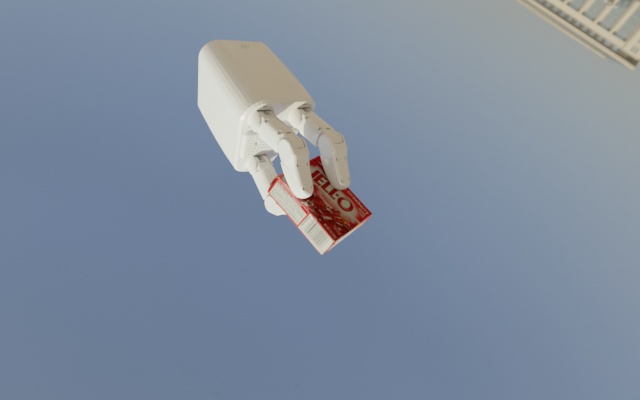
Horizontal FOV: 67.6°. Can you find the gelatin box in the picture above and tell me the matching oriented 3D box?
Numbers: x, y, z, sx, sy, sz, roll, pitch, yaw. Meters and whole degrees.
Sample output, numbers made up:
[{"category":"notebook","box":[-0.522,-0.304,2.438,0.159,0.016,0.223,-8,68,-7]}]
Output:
[{"category":"gelatin box","box":[0.000,0.002,0.495,0.073,0.089,0.030,-31,-13,-48]}]
